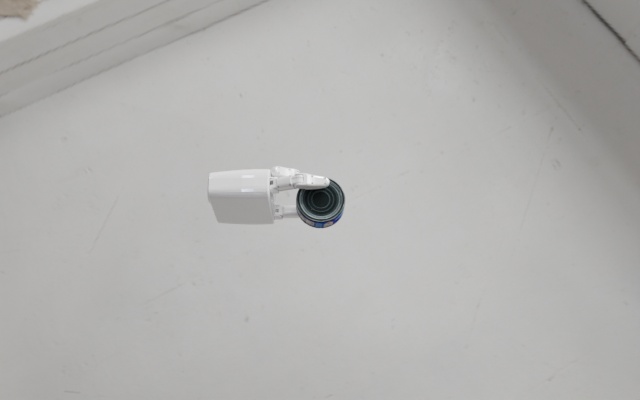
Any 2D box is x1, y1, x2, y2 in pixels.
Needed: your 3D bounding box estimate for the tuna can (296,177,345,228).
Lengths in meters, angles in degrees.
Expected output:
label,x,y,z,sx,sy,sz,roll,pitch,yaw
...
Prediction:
label,x,y,z,sx,sy,sz,roll,pitch,yaw
tuna can,0.000,0.003,0.825,0.086,0.086,0.034,0,-21,-2
